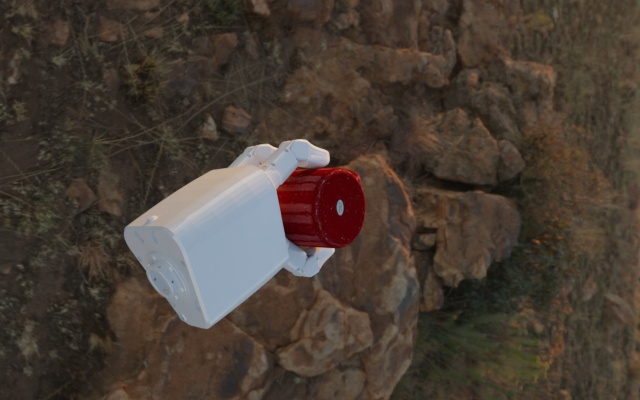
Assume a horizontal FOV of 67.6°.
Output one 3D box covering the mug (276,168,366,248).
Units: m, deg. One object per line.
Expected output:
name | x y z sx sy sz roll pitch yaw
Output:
mug | 0.001 0.001 0.510 0.081 0.093 0.117 0 31 43
